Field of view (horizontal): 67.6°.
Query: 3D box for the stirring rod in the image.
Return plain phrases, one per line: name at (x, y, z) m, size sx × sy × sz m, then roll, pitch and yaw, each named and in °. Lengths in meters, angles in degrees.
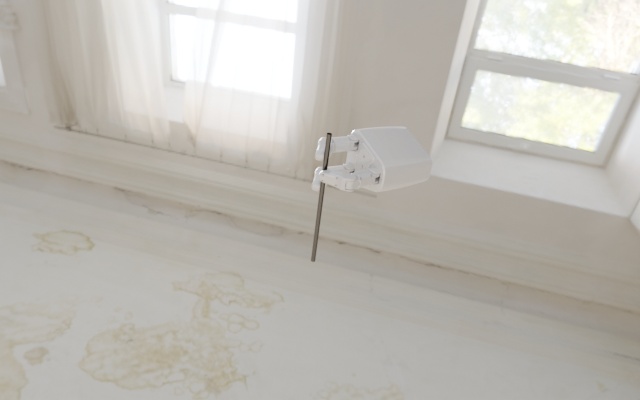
stirring rod at (0.000, 0.002, 0.780) m, size 0.011 × 0.240 × 0.011 m, roll 5°, pitch 30°, yaw -3°
